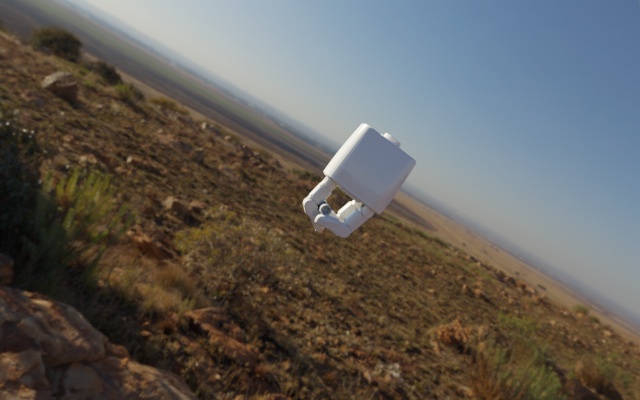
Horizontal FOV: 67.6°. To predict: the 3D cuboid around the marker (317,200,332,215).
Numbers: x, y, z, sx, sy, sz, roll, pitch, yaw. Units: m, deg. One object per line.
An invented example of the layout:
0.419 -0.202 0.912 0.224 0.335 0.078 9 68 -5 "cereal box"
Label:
0.000 0.003 0.824 0.020 0.020 0.121 0 13 -9 "marker"
